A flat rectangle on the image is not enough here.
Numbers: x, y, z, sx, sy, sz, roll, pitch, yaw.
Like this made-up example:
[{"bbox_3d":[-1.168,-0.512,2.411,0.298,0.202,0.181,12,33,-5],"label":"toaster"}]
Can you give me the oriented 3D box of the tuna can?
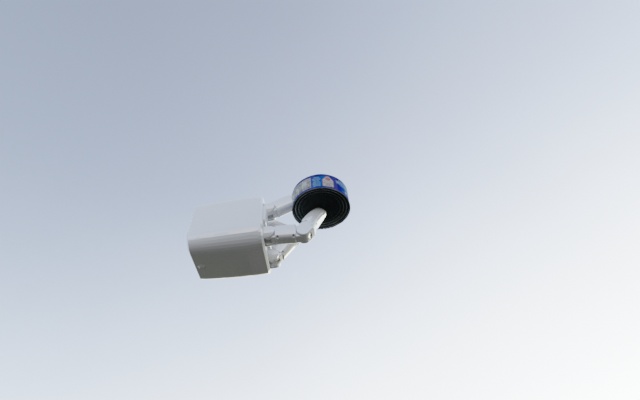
[{"bbox_3d":[0.000,0.002,0.710,0.086,0.086,0.033,0,44,-5],"label":"tuna can"}]
